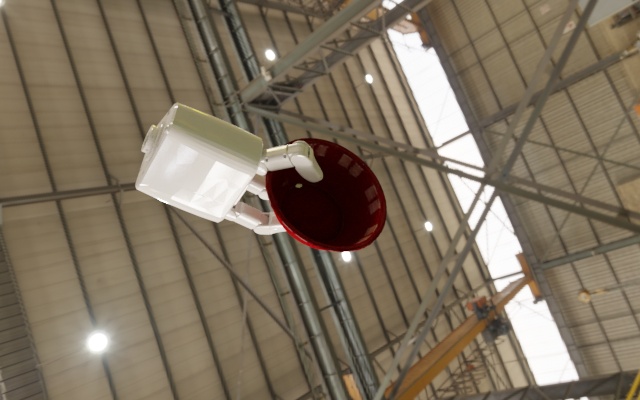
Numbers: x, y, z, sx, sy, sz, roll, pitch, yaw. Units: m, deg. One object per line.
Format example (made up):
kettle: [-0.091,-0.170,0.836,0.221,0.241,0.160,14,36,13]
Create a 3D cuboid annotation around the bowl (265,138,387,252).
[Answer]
bowl: [0.001,0.003,0.597,0.162,0.162,0.055,0,-31,-27]
